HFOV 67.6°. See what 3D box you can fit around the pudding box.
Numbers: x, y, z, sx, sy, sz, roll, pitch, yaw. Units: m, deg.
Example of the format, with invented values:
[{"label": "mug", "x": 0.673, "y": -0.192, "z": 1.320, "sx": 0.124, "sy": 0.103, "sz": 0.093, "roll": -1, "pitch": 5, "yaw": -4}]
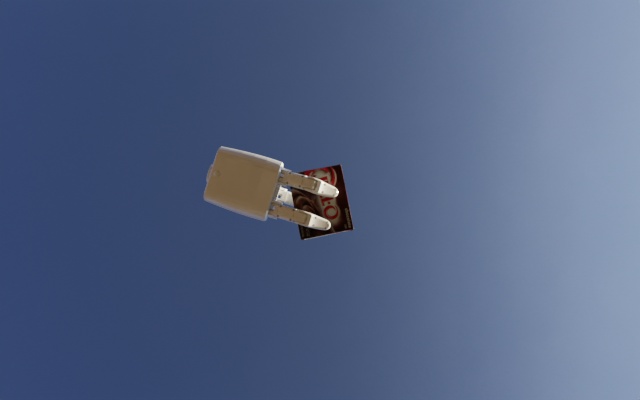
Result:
[{"label": "pudding box", "x": 0.000, "y": 0.003, "z": 0.796, "sx": 0.090, "sy": 0.113, "sz": 0.039, "roll": -11, "pitch": 0, "yaw": -3}]
